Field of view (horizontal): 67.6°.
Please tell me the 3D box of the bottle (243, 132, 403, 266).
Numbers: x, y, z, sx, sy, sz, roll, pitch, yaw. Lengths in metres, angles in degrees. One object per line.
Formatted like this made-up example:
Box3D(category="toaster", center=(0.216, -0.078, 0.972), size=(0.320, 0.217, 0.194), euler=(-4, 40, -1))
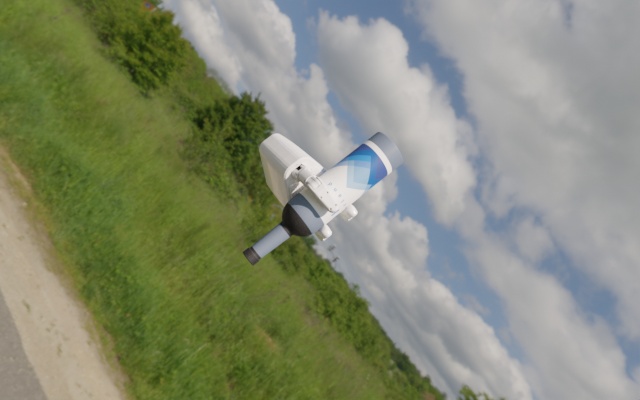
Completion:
Box3D(category="bottle", center=(0.000, 0.002, 0.772), size=(0.295, 0.069, 0.069), euler=(-38, 6, -8))
